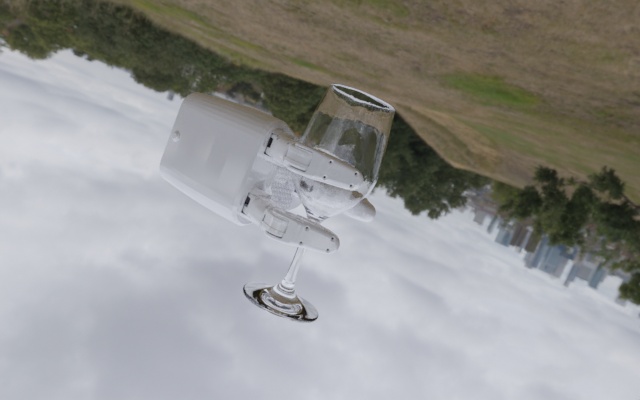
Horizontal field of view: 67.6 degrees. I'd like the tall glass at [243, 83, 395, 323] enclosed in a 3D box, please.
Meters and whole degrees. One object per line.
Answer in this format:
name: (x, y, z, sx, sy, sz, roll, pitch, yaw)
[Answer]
tall glass: (0.000, 0.002, 0.427, 0.079, 0.201, 0.079, 22, 6, -3)
